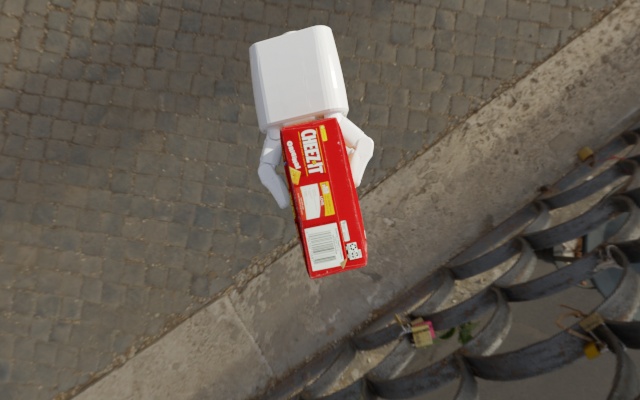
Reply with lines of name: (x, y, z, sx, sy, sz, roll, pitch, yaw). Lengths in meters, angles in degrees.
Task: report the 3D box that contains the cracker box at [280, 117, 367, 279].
cracker box: (0.000, 0.002, 0.601, 0.072, 0.164, 0.214, -12, -3, -3)
